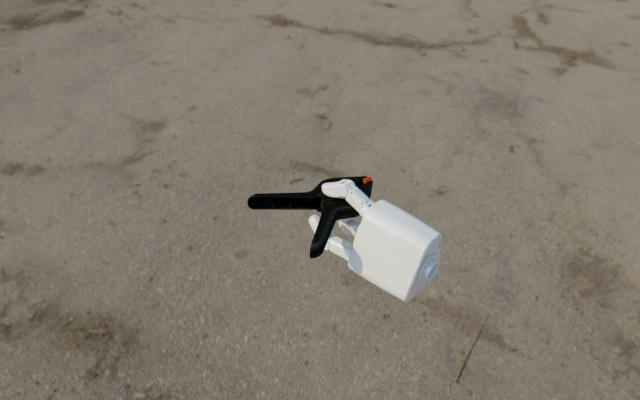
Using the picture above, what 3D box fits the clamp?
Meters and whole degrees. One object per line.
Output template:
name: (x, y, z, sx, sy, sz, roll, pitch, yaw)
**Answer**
clamp: (0.001, 0.002, 0.766, 0.164, 0.036, 0.210, 31, 43, 30)
